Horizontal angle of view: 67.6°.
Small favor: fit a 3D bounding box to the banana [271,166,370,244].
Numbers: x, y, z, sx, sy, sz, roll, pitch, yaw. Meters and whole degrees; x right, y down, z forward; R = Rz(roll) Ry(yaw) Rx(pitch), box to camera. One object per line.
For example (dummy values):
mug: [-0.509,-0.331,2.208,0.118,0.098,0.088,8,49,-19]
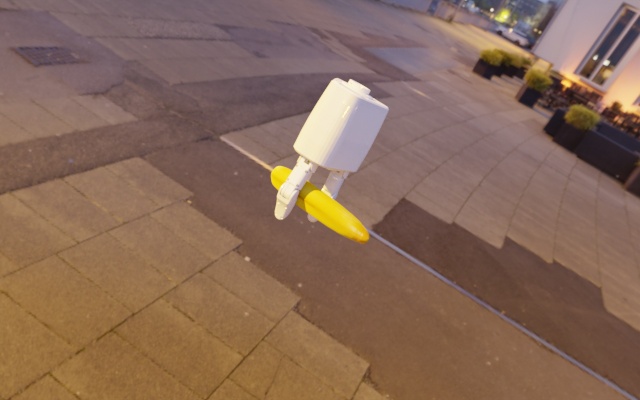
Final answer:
banana: [-0.012,-0.003,0.686,0.197,0.037,0.070,36,9,33]
